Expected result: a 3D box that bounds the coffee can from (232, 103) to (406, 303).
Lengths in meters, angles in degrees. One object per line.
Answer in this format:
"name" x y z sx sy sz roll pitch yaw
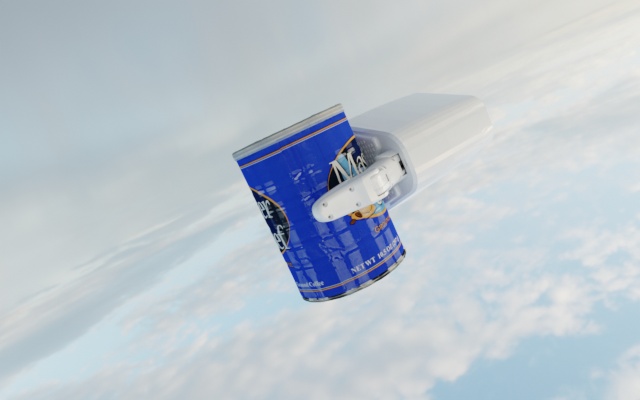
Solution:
"coffee can" 0.000 0.001 0.416 0.103 0.140 0.103 -24 9 4
